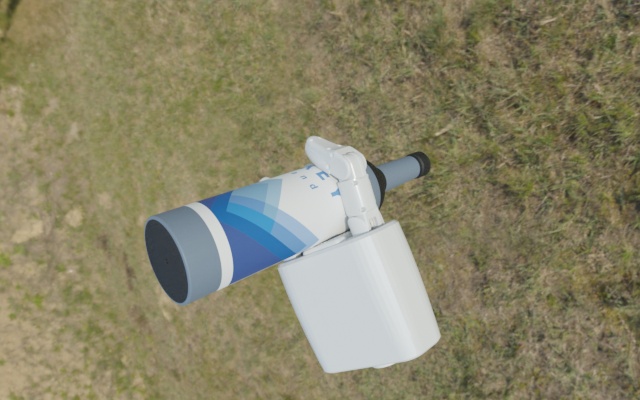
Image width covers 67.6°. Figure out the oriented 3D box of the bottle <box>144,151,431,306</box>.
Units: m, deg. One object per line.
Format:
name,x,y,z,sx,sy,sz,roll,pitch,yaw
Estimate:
bottle,0.000,0.001,0.423,0.295,0.069,0.069,-21,13,-38
